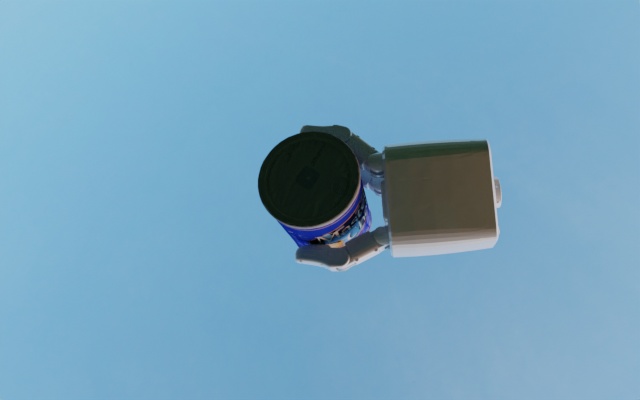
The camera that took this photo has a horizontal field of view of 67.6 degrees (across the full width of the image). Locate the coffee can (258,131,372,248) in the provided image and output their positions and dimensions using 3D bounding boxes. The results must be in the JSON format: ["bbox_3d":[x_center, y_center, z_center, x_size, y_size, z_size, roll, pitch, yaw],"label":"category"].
[{"bbox_3d":[0.000,0.002,0.529,0.103,0.102,0.140,0,-20,11],"label":"coffee can"}]
